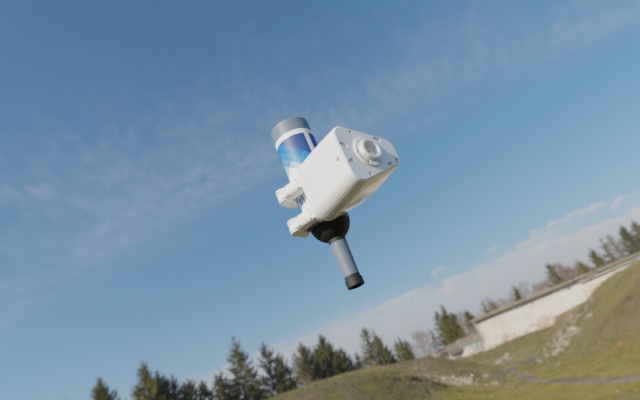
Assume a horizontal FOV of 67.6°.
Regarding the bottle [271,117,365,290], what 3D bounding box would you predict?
[{"bbox_3d":[0.000,0.002,0.765,0.069,0.295,0.069,-20,-22,-8],"label":"bottle"}]
